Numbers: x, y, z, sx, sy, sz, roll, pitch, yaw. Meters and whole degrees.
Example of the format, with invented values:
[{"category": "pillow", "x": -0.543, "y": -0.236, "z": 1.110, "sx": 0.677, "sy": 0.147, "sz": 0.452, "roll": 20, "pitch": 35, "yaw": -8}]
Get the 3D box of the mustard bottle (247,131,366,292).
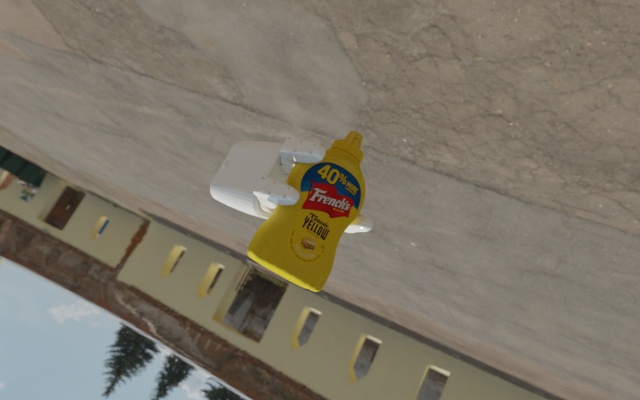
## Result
[{"category": "mustard bottle", "x": 0.000, "y": 0.002, "z": 0.559, "sx": 0.096, "sy": 0.191, "sz": 0.058, "roll": 33, "pitch": -14, "yaw": -20}]
